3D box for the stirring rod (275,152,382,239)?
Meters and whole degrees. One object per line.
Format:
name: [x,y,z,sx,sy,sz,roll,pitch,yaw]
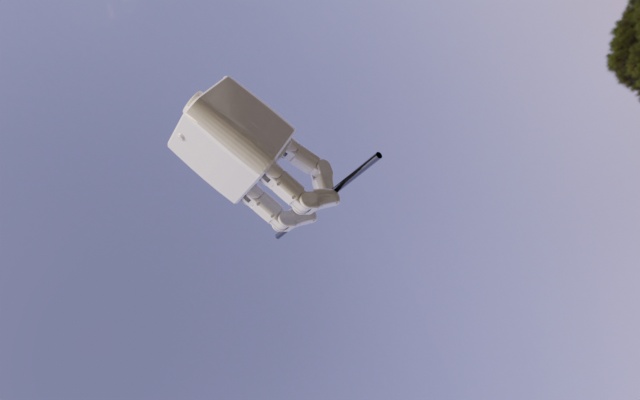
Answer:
stirring rod: [0.000,0.002,0.589,0.011,0.011,0.240,0,-24,-34]
